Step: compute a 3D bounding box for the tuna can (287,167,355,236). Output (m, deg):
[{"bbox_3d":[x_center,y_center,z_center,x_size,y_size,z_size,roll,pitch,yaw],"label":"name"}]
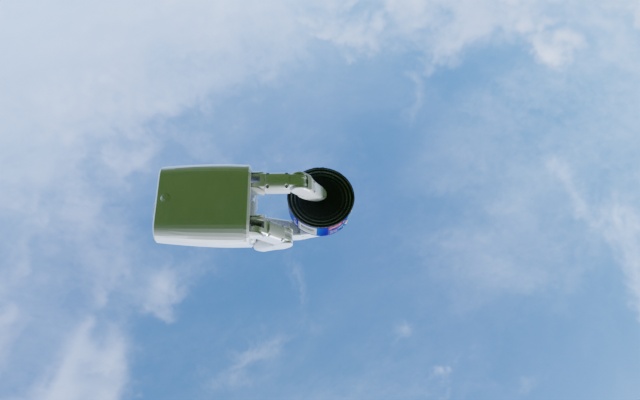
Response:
[{"bbox_3d":[0.000,0.002,0.619,0.086,0.086,0.034,0,-26,-2],"label":"tuna can"}]
